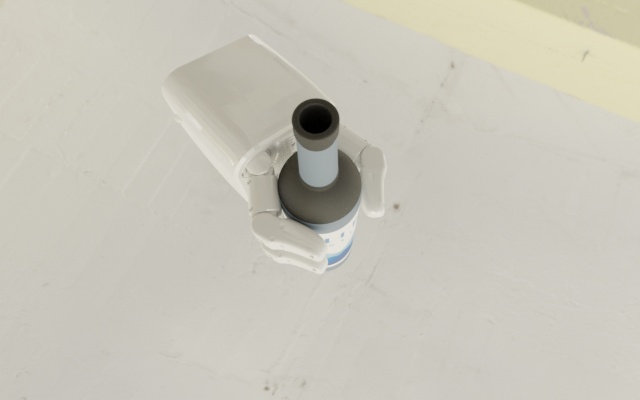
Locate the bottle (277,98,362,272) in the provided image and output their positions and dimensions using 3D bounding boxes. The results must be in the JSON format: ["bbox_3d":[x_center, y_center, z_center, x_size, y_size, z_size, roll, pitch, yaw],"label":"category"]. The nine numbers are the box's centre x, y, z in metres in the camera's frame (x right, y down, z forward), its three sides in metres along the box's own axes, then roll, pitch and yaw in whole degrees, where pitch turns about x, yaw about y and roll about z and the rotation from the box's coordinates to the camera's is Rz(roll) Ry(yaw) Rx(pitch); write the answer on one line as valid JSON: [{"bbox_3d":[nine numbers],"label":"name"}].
[{"bbox_3d":[0.000,0.001,0.408,0.069,0.069,0.296,0,-19,1],"label":"bottle"}]
